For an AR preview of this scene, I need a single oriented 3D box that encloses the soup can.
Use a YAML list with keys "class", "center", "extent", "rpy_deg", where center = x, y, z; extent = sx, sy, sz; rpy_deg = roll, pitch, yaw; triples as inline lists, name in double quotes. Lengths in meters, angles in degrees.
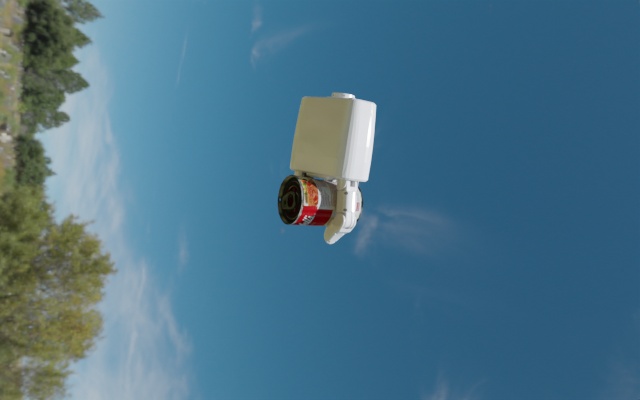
- class: "soup can"
  center: [0.000, 0.003, 0.671]
  extent: [0.102, 0.068, 0.068]
  rpy_deg: [4, -2, -33]
